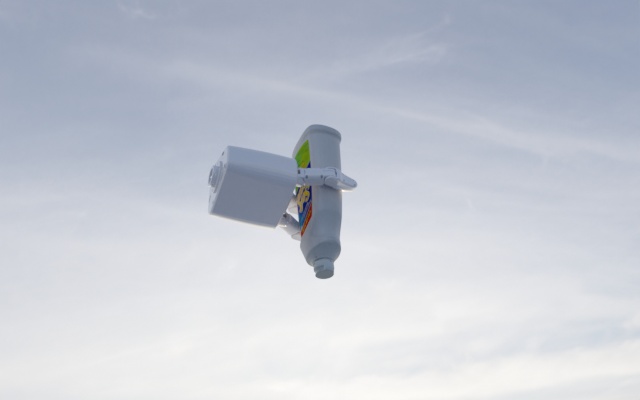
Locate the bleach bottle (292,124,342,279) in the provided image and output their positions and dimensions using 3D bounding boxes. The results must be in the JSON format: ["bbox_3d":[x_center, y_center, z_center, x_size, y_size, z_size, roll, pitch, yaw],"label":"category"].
[{"bbox_3d":[0.000,0.003,0.756,0.068,0.250,0.103,13,-41,-23],"label":"bleach bottle"}]
